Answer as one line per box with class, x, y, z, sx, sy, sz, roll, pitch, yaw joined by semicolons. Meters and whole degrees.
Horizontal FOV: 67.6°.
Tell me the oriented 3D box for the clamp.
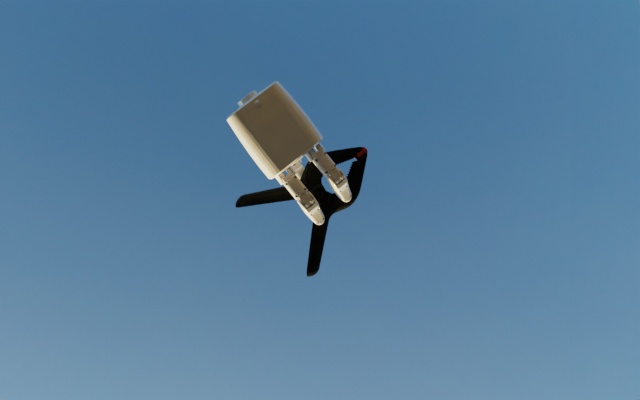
clamp;0.000;0.002;0.734;0.210;0.164;0.036;-39;10;-7
